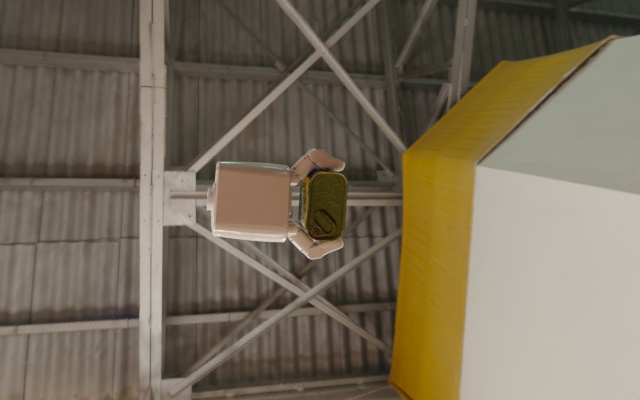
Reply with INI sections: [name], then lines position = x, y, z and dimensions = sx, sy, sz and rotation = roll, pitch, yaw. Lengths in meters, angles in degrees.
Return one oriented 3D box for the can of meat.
[can of meat]
position = 0.000, 0.002, 0.728
dimensions = 0.057, 0.102, 0.084
rotation = 2, 9, -15
